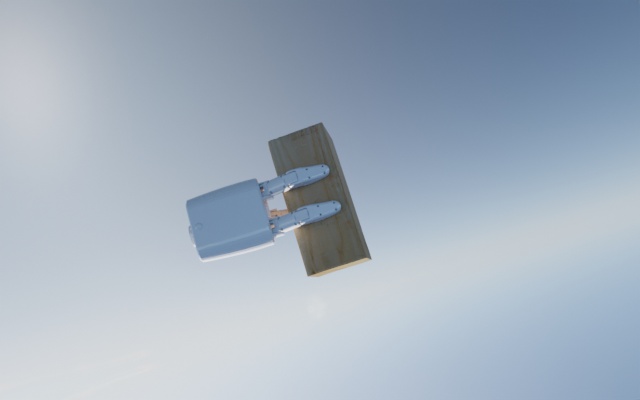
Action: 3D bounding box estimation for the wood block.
[{"bbox_3d":[0.000,0.003,0.717,0.090,0.206,0.091,-19,-12,7],"label":"wood block"}]
